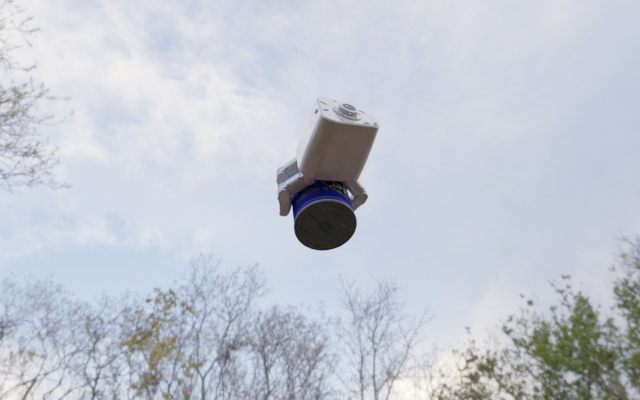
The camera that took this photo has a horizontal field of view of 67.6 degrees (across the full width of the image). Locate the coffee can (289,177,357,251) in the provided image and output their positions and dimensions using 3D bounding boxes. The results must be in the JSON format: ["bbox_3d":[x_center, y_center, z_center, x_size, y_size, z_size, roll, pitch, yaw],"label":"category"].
[{"bbox_3d":[0.000,0.003,0.823,0.103,0.103,0.140,0,35,-8],"label":"coffee can"}]
